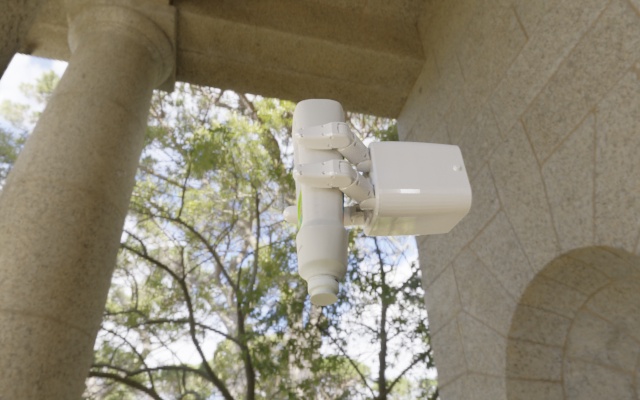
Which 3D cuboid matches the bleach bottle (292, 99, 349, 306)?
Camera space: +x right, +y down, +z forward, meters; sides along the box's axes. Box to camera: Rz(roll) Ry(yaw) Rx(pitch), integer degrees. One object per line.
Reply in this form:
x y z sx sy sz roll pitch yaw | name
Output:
0.000 0.002 0.545 0.068 0.250 0.103 0 -37 -2 | bleach bottle
